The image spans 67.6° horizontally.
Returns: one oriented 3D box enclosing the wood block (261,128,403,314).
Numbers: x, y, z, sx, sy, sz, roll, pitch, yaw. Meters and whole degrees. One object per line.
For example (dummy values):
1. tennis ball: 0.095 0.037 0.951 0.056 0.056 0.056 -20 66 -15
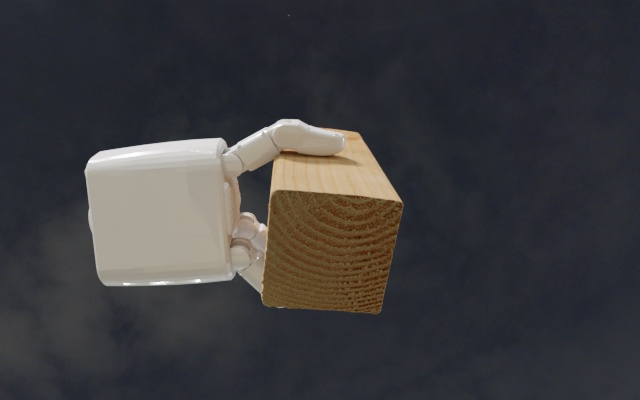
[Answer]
1. wood block: 0.000 0.001 0.422 0.090 0.091 0.206 5 21 -6
